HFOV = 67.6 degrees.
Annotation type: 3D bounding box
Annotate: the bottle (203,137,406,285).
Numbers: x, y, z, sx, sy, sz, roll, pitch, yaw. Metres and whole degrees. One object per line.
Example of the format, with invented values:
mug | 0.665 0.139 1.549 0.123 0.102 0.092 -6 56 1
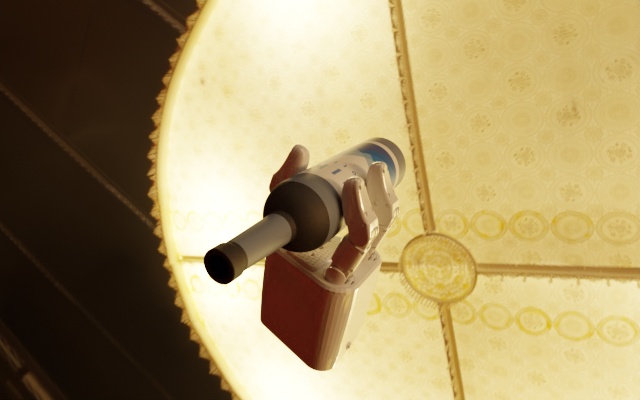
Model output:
bottle | 0.000 0.001 0.448 0.069 0.069 0.295 0 18 30
